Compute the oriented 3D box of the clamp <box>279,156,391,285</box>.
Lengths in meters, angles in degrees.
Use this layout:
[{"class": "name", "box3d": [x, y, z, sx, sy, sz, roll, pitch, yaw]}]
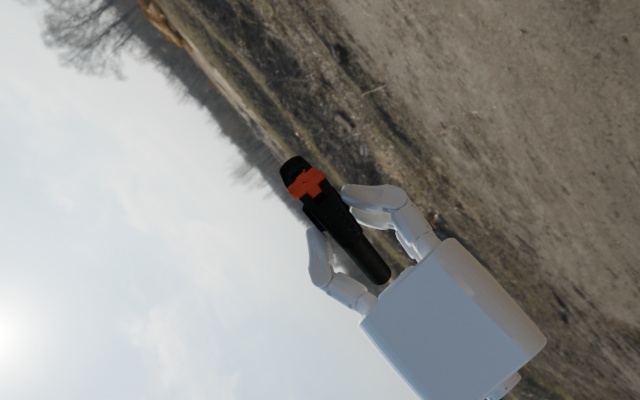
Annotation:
[{"class": "clamp", "box3d": [-0.001, 0.002, 0.452, 0.036, 0.164, 0.210, -40, -22, -1]}]
